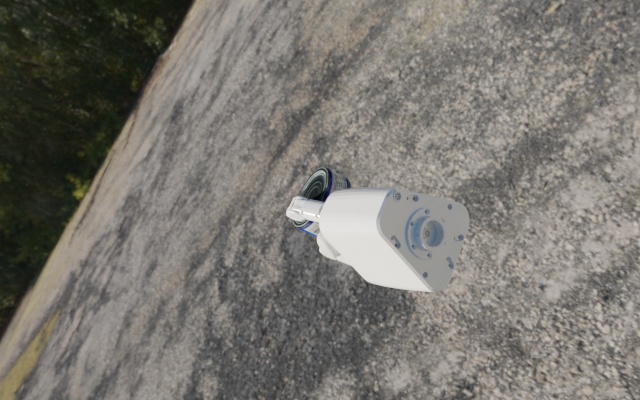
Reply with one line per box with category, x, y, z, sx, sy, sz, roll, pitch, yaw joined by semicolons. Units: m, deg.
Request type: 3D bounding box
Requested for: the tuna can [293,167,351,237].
tuna can;0.000;0.002;0.604;0.034;0.086;0.086;26;-10;-22
